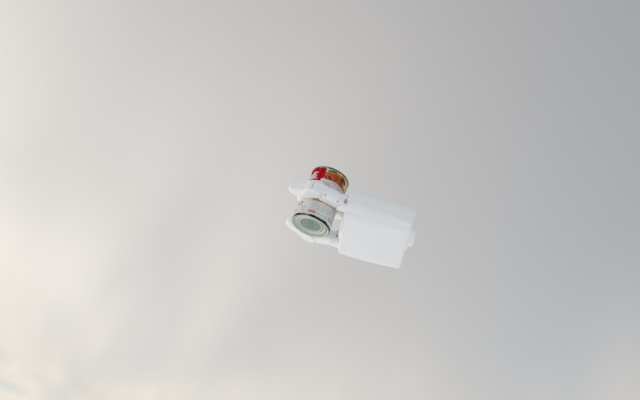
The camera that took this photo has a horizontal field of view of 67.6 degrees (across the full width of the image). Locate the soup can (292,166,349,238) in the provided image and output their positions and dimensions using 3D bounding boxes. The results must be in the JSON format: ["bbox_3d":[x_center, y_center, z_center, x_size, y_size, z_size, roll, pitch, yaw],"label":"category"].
[{"bbox_3d":[0.000,0.003,0.797,0.068,0.102,0.069,16,-32,10],"label":"soup can"}]
